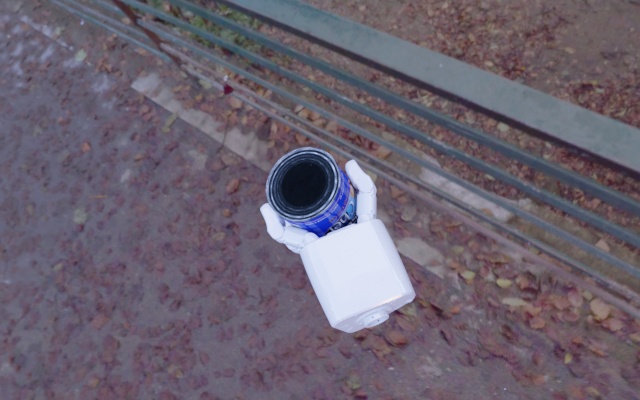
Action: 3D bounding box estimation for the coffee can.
[{"bbox_3d":[0.000,0.002,0.666,0.103,0.102,0.140,0,-20,21],"label":"coffee can"}]
